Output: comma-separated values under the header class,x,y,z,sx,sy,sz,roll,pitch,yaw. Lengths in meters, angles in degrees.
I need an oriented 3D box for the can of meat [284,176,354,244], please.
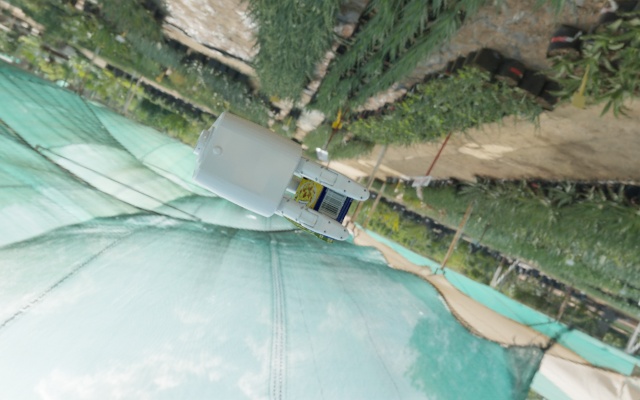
class,x,y,z,sx,sy,sz,roll,pitch,yaw
can of meat,0.000,0.002,0.639,0.057,0.084,0.102,25,1,-23
